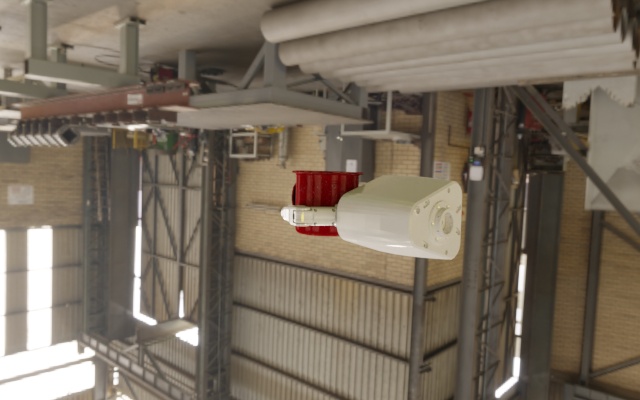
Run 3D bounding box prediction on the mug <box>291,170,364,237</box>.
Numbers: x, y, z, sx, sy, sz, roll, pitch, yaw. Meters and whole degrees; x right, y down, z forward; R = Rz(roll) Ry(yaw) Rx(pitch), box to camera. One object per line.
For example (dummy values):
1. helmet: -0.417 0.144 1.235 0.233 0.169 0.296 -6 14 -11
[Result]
1. mug: -0.001 0.002 0.635 0.093 0.081 0.117 -1 4 -43
